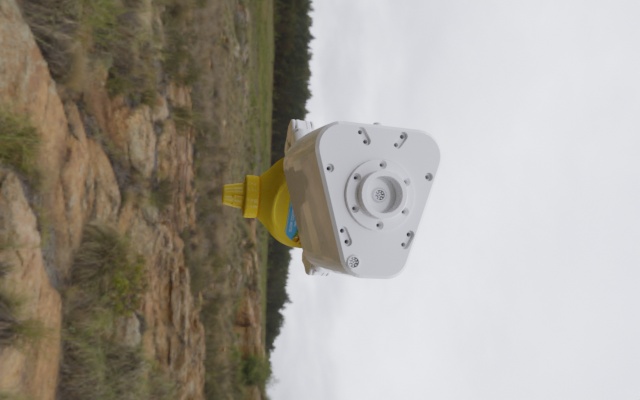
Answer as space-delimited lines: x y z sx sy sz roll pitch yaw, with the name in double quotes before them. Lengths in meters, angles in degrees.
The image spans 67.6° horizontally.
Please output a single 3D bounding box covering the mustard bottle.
"mustard bottle" 0.000 0.002 0.474 0.191 0.096 0.058 4 22 -14
